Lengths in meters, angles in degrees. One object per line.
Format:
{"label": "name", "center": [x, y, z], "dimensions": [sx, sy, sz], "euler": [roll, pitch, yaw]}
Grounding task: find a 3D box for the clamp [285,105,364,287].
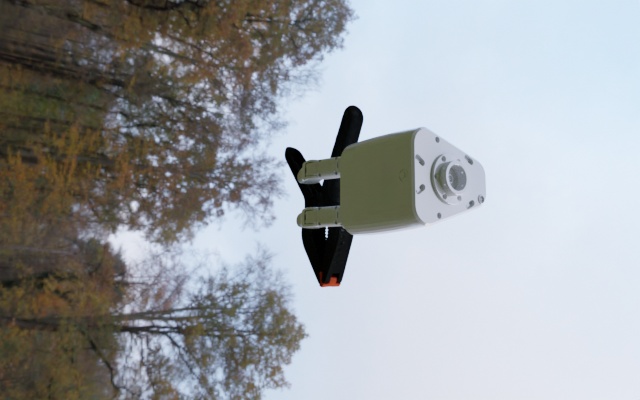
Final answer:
{"label": "clamp", "center": [0.001, 0.003, 0.603], "dimensions": [0.036, 0.210, 0.164], "euler": [4, -8, -31]}
